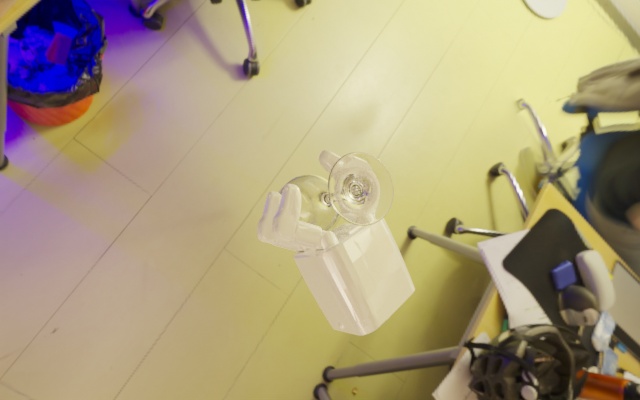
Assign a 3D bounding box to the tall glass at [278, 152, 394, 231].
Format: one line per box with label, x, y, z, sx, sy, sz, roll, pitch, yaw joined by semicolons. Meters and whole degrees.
tall glass;0.000;0.002;0.561;0.079;0.079;0.201;0;-8;-25
